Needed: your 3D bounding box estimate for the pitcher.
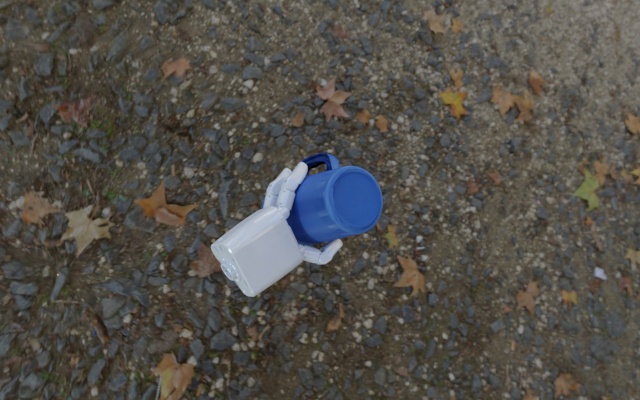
[{"bbox_3d":[0.000,0.003,0.837,0.145,0.149,0.243,-35,9,-28],"label":"pitcher"}]
